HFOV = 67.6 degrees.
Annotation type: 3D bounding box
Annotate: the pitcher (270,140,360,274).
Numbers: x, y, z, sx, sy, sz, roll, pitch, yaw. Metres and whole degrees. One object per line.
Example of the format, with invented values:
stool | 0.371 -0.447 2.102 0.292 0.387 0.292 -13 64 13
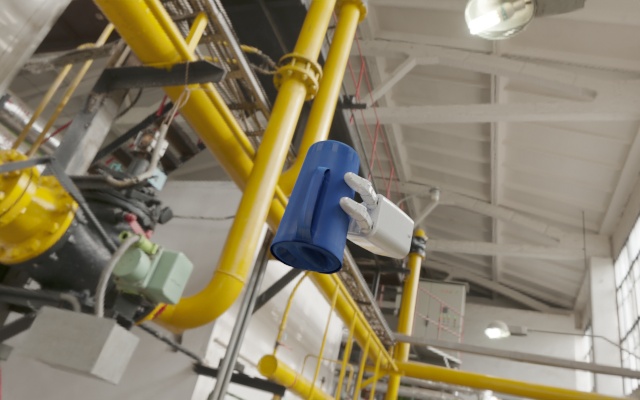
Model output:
pitcher | 0.000 0.003 0.898 0.145 0.242 0.149 33 -33 -29
